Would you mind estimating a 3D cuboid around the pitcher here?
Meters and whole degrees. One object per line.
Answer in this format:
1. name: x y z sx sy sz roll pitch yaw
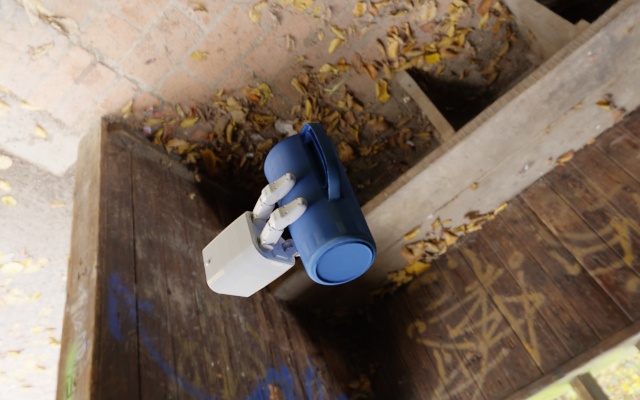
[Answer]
1. pitcher: 0.000 0.003 0.758 0.145 0.242 0.149 -36 -45 13
